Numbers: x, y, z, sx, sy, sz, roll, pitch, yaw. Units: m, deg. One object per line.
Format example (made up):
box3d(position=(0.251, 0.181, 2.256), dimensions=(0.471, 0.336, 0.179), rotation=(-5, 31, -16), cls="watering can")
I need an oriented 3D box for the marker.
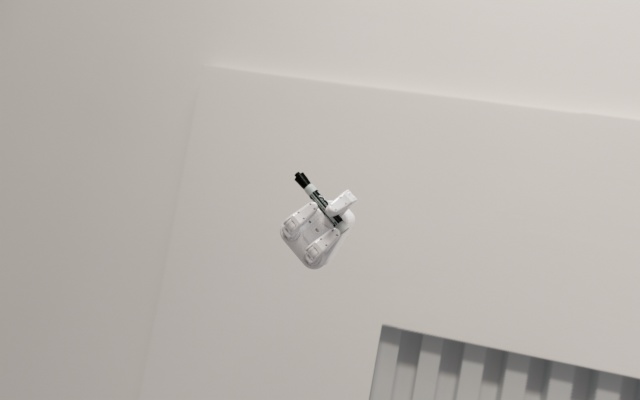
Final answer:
box3d(position=(0.000, 0.002, 0.752), dimensions=(0.020, 0.121, 0.020), rotation=(-39, -9, -8), cls="marker")
